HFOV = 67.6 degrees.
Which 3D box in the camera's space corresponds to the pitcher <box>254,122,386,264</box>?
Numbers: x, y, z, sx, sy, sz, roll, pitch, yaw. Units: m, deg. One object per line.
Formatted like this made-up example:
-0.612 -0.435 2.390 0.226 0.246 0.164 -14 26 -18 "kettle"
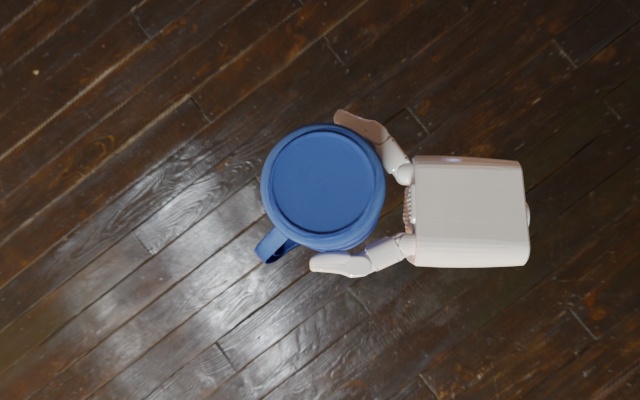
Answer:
0.000 0.002 0.515 0.145 0.149 0.243 4 -4 4 "pitcher"
